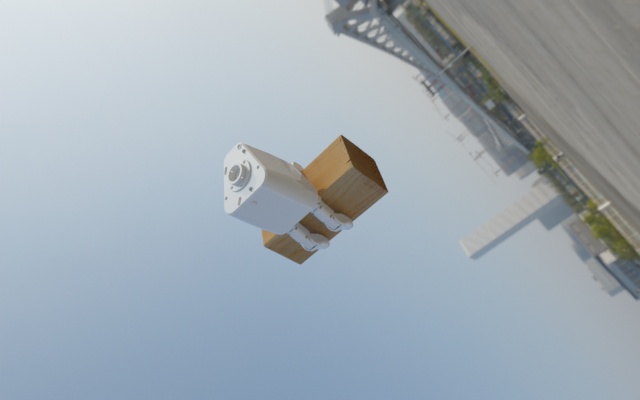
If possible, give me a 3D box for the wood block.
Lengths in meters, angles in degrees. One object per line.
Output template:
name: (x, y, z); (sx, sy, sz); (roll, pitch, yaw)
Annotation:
wood block: (0.000, 0.002, 0.801); (0.090, 0.090, 0.206); (32, -62, -35)
